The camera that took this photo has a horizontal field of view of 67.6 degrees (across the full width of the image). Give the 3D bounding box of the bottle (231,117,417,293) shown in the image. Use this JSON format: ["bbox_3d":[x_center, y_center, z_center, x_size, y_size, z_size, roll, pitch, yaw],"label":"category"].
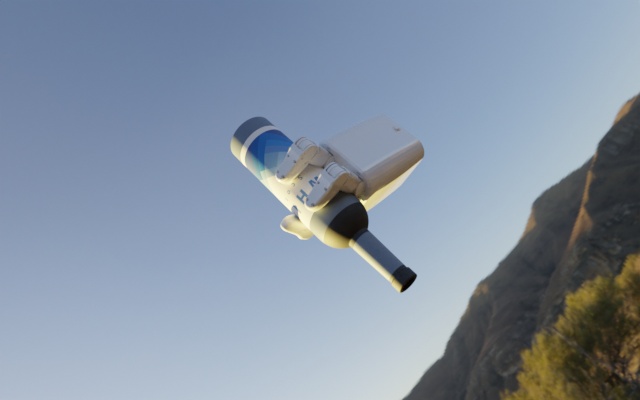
[{"bbox_3d":[0.000,0.002,0.584,0.295,0.069,0.069,43,23,28],"label":"bottle"}]
